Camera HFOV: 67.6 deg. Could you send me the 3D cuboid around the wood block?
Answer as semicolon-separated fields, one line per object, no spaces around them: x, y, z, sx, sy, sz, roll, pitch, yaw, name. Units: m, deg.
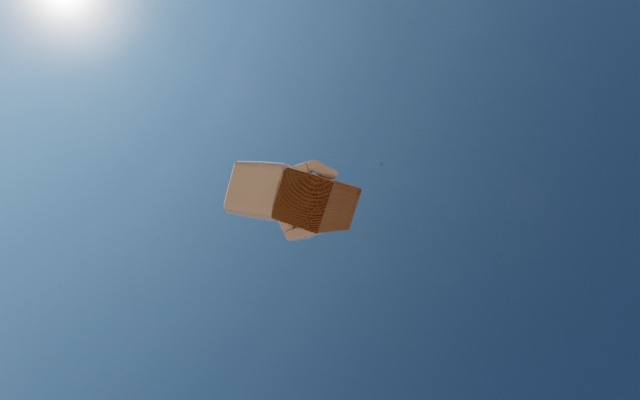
0.000;0.002;0.874;0.090;0.091;0.206;18;4;17;wood block
